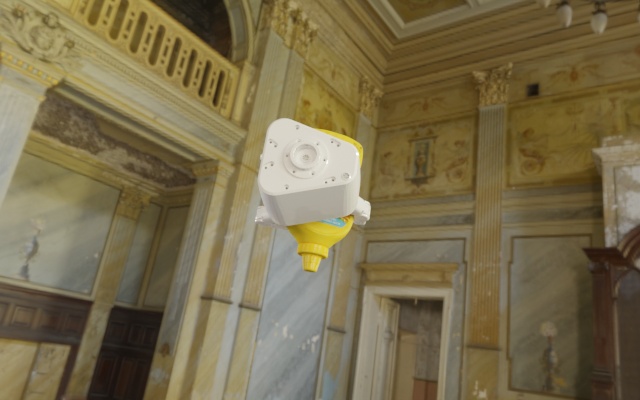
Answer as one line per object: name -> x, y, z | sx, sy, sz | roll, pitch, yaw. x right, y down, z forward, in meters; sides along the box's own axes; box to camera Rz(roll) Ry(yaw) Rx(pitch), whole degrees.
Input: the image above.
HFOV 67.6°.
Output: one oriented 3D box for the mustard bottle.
mustard bottle -> 0.000, 0.002, 0.651 | 0.096, 0.191, 0.058 | 15, -20, -18
